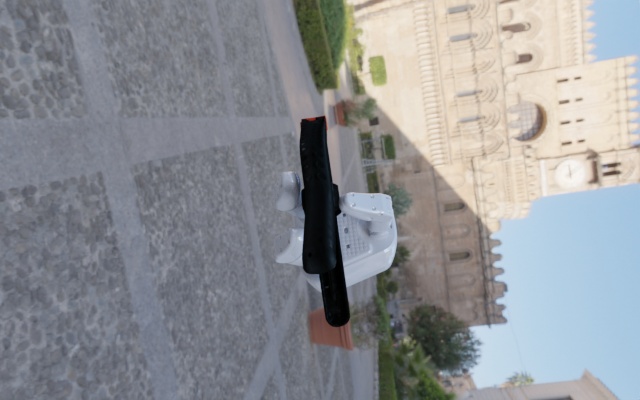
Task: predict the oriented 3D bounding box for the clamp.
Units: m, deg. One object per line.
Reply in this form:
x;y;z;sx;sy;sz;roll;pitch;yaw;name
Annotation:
0.001;0.001;0.446;0.036;0.210;0.165;-7;-23;3;clamp
